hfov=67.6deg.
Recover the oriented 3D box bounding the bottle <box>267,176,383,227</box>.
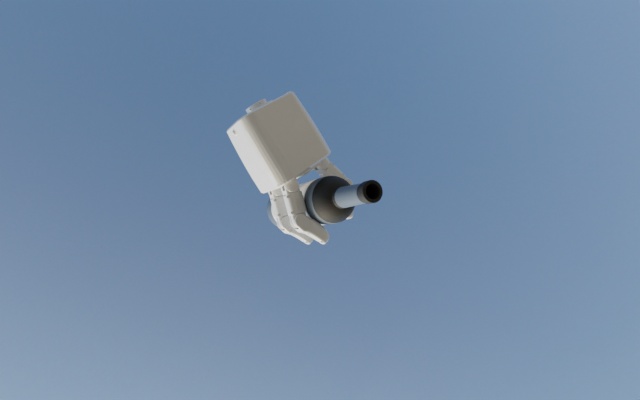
[{"bbox_3d":[0.000,0.002,0.688,0.069,0.069,0.296,0,-5,-25],"label":"bottle"}]
